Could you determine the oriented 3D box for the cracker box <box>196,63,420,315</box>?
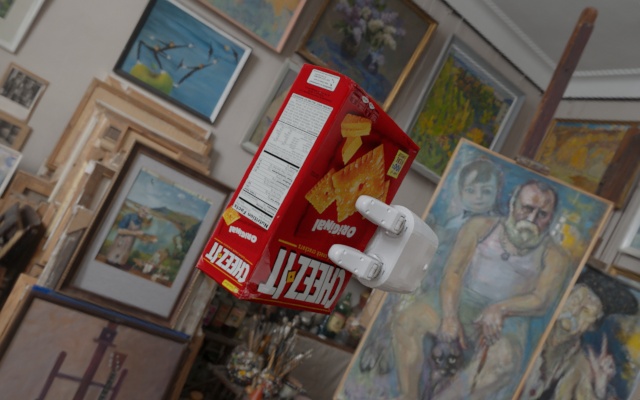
[{"bbox_3d":[0.000,0.001,0.479,0.072,0.213,0.164,27,-1,35],"label":"cracker box"}]
